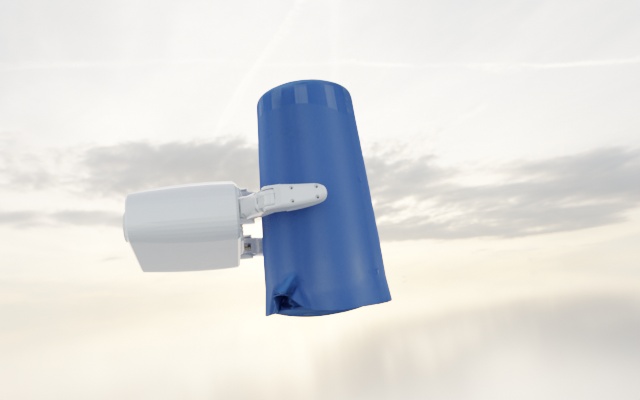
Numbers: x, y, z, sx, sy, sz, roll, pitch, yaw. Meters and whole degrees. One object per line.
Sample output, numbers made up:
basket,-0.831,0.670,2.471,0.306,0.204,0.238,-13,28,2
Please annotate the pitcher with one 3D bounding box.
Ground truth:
pitcher,0.000,0.002,0.526,0.145,0.242,0.149,-4,-10,-13
